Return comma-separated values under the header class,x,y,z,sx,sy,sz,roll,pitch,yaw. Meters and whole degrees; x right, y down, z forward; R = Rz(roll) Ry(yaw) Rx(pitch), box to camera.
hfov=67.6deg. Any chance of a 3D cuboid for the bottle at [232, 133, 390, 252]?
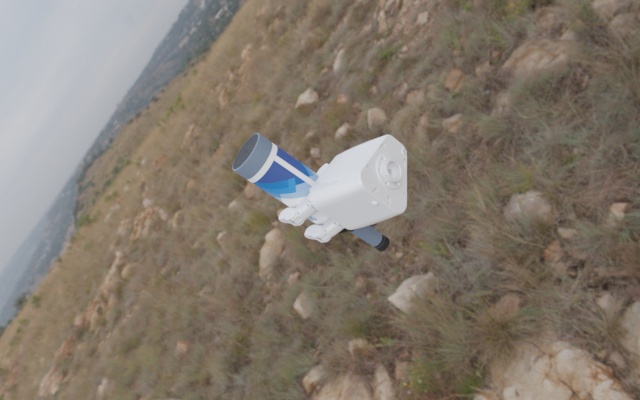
class,x,y,z,sx,sy,sz,roll,pitch,yaw
bottle,0.000,0.002,0.763,0.296,0.069,0.069,34,-16,-26
